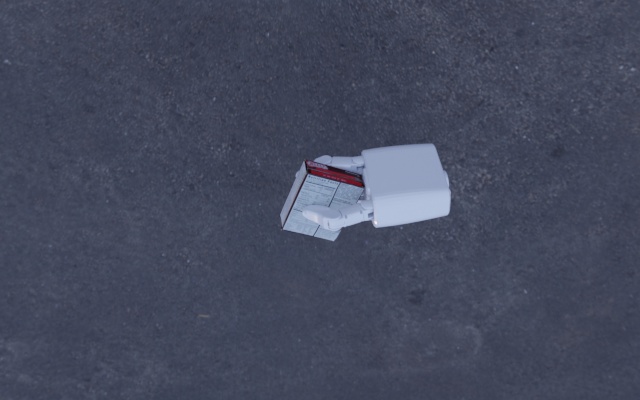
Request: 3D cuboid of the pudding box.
[{"bbox_3d":[0.000,0.002,0.691,0.090,0.113,0.039,15,34,-18],"label":"pudding box"}]
